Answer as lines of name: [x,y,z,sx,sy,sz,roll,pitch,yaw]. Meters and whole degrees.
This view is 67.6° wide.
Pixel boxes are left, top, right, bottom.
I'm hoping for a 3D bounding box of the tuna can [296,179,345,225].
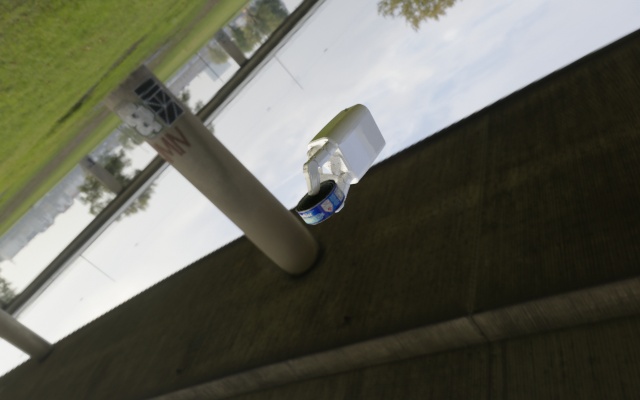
tuna can: [0.000,0.003,0.837,0.086,0.034,0.086,-33,20,14]
